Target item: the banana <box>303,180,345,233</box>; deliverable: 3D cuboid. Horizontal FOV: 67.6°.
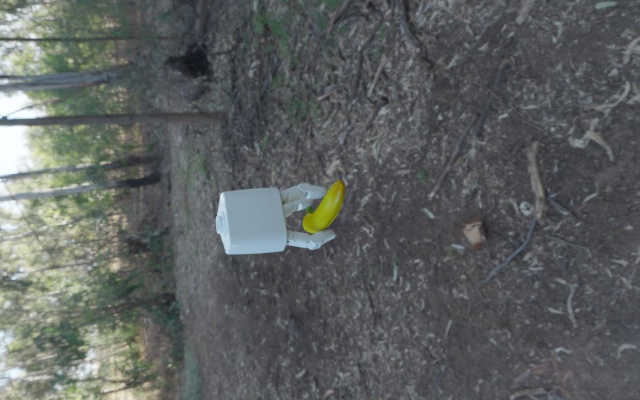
[{"bbox_3d":[0.000,0.022,0.897,0.037,0.069,0.198,1,-15,-20],"label":"banana"}]
